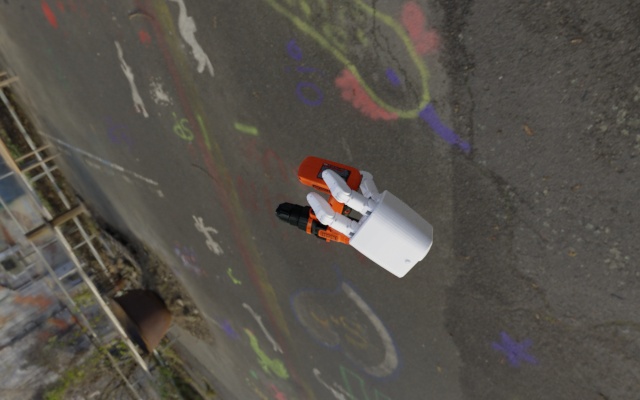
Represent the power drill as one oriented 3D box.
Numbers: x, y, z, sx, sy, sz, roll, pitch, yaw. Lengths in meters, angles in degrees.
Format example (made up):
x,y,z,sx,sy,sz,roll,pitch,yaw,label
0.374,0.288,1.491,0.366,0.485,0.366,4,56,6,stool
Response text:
x,y,z,sx,sy,sz,roll,pitch,yaw,label
0.000,0.003,0.870,0.184,0.057,0.188,15,-33,10,power drill
